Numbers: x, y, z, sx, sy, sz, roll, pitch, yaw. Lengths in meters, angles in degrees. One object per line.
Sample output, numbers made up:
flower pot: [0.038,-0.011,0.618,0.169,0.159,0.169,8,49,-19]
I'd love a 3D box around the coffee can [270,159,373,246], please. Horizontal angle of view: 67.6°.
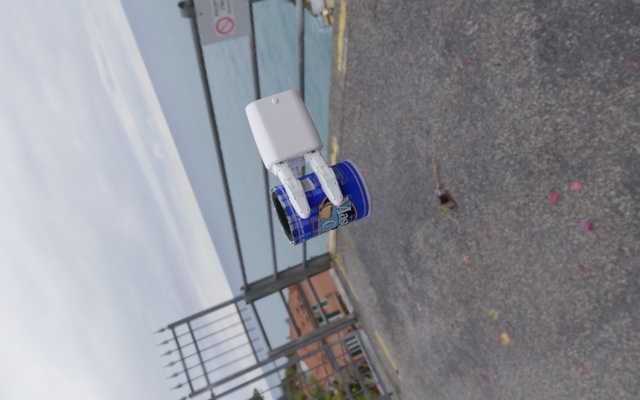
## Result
coffee can: [0.000,0.003,0.787,0.140,0.103,0.103,-21,5,-14]
